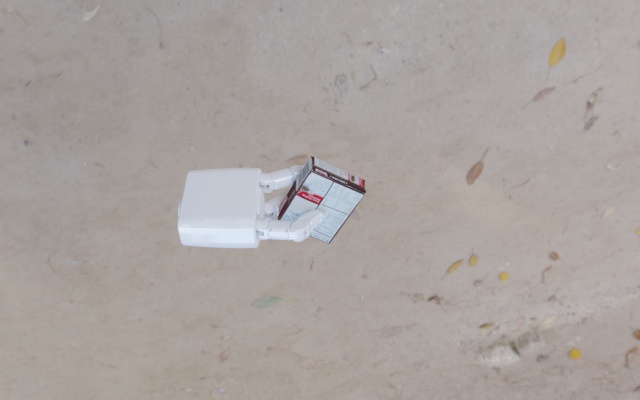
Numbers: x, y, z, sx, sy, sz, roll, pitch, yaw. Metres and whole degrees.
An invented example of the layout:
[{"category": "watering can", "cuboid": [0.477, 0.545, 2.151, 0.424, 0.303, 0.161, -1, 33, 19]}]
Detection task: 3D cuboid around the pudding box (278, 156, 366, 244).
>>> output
[{"category": "pudding box", "cuboid": [0.000, 0.002, 0.694, 0.090, 0.113, 0.039, 23, 36, -17]}]
